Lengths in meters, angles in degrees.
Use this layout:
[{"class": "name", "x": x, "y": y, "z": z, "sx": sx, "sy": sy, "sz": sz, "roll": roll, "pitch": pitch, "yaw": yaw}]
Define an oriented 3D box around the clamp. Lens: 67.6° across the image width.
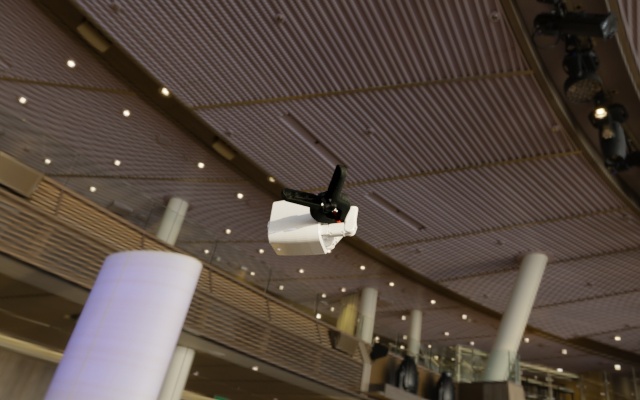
[{"class": "clamp", "x": 0.000, "y": 0.002, "z": 0.876, "sx": 0.120, "sy": 0.039, "sz": 0.172, "roll": -14, "pitch": -34, "yaw": 4}]
